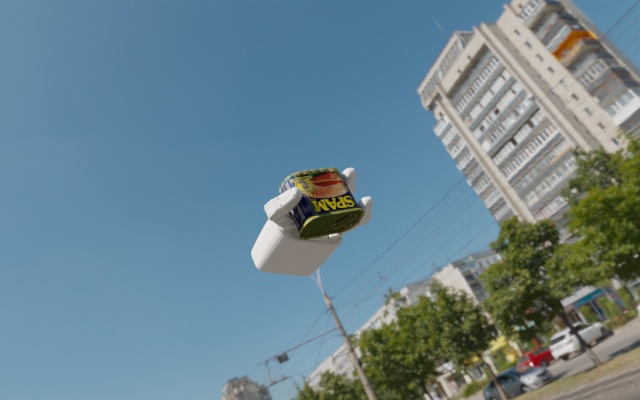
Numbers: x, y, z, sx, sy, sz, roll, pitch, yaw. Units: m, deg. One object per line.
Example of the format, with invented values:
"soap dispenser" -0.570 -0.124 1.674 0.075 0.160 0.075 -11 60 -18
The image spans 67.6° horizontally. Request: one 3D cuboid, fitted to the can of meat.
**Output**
"can of meat" 0.000 0.002 0.698 0.102 0.084 0.057 -8 -33 -32
